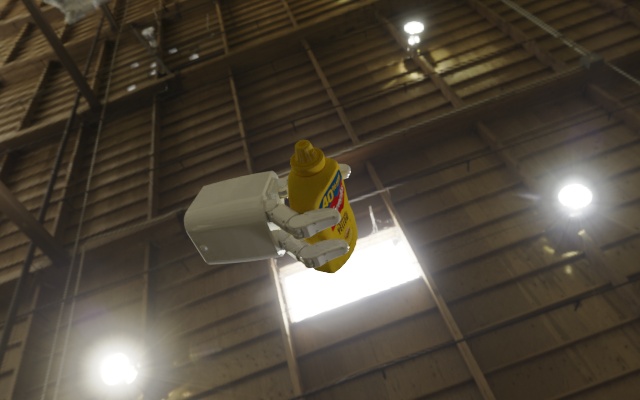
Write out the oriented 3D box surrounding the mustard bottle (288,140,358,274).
[{"bbox_3d":[0.000,0.002,0.613,0.058,0.192,0.096,9,49,27],"label":"mustard bottle"}]
